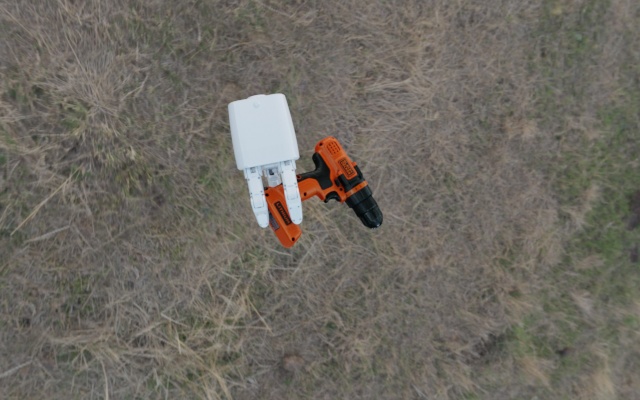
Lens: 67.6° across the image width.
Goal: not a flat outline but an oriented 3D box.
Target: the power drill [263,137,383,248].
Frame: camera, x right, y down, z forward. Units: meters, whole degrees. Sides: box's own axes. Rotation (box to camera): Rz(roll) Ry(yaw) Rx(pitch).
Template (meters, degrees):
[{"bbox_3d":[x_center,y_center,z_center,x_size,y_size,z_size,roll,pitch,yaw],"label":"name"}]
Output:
[{"bbox_3d":[0.000,0.003,0.824,0.187,0.184,0.057,-32,-4,-25],"label":"power drill"}]
